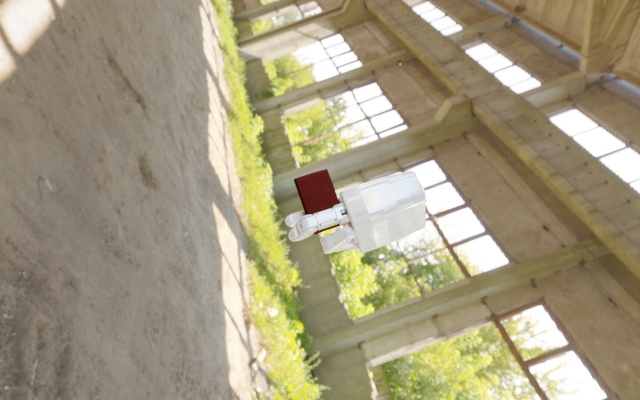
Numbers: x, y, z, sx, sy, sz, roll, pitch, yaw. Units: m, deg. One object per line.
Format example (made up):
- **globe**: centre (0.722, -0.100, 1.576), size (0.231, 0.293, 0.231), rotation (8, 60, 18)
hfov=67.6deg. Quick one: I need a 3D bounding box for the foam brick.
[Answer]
- **foam brick**: centre (0.000, 0.002, 0.696), size (0.051, 0.078, 0.053), rotation (-20, -16, 1)
